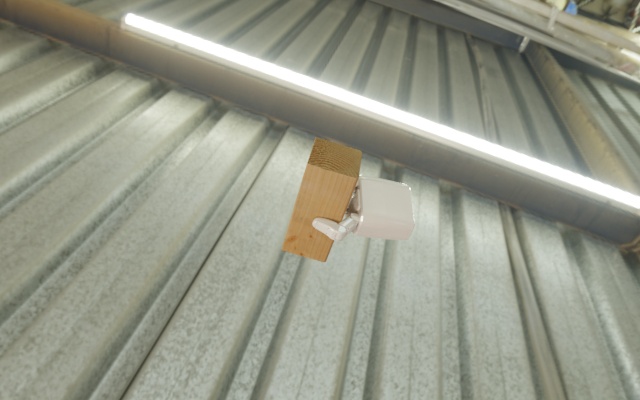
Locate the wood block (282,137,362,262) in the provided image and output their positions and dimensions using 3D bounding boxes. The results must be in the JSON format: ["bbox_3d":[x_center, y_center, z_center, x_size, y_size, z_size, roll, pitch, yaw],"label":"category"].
[{"bbox_3d":[0.000,0.003,0.874,0.090,0.206,0.090,17,37,-3],"label":"wood block"}]
